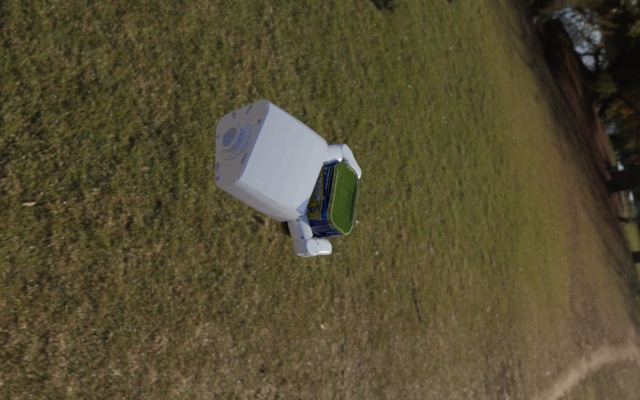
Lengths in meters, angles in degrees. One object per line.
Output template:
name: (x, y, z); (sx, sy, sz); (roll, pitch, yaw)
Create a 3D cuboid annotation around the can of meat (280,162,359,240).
can of meat: (0.000, 0.002, 0.642); (0.084, 0.102, 0.057); (-11, -32, 38)
